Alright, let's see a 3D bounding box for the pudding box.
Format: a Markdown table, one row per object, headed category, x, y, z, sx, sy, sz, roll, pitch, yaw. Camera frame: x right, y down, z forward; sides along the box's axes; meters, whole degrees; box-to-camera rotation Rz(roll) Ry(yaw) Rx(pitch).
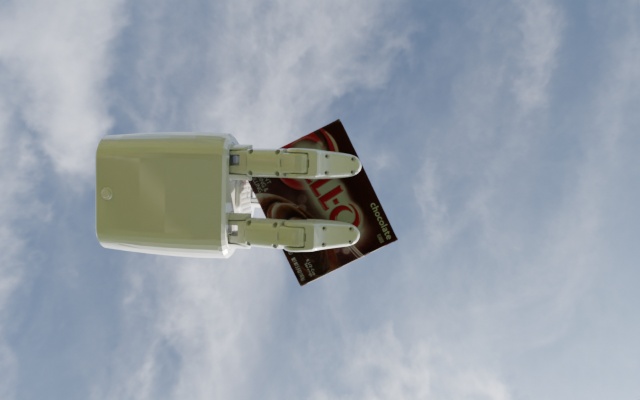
| category | x | y | z | sx | sy | sz | roll | pitch | yaw |
| --- | --- | --- | --- | --- | --- | --- | --- | --- | --- |
| pudding box | 0.000 | 0.001 | 0.404 | 0.090 | 0.113 | 0.039 | -26 | 3 | 4 |
